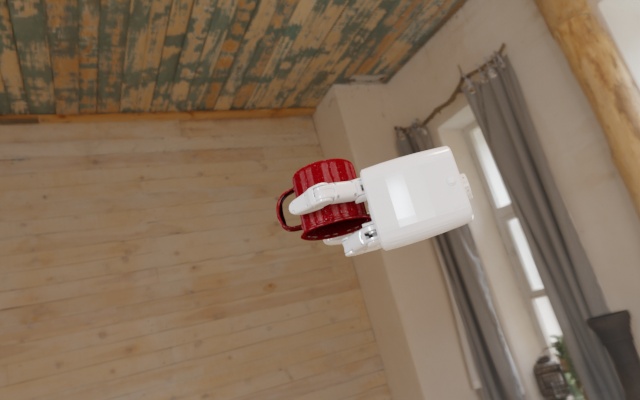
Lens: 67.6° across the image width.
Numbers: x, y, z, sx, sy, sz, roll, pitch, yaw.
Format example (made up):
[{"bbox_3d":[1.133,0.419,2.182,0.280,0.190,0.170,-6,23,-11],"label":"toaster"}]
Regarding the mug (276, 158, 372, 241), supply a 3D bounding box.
[{"bbox_3d":[-0.001,0.002,0.607,0.117,0.081,0.093,-17,-16,9],"label":"mug"}]
